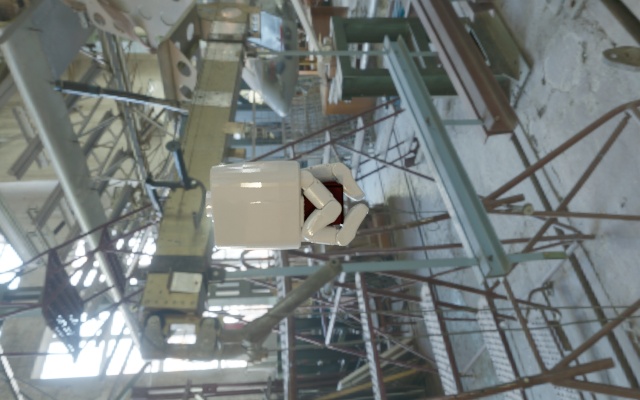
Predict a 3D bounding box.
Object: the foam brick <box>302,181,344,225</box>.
[{"bbox_3d":[0.000,0.002,0.636,0.051,0.053,0.078,-2,5,-6],"label":"foam brick"}]
